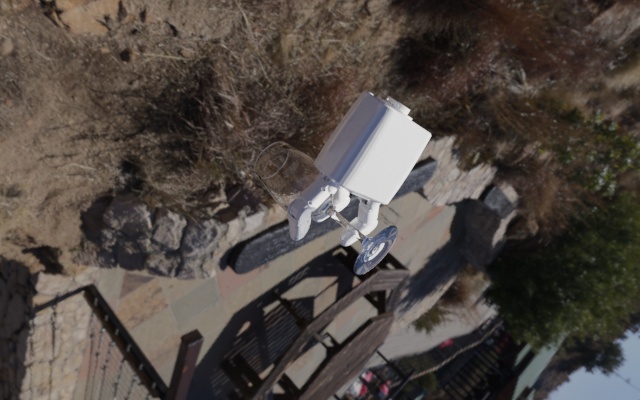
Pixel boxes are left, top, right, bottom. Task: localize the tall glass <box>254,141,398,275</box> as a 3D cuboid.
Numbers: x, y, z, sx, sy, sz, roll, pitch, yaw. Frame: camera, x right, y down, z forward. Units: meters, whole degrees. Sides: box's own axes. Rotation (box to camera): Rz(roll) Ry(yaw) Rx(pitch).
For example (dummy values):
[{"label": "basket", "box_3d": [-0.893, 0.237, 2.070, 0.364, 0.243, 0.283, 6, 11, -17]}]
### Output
[{"label": "tall glass", "box_3d": [0.000, 0.003, 0.613, 0.201, 0.079, 0.079, 40, 21, 27]}]
